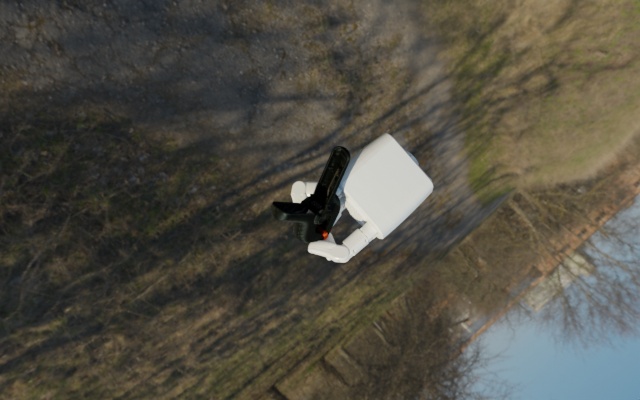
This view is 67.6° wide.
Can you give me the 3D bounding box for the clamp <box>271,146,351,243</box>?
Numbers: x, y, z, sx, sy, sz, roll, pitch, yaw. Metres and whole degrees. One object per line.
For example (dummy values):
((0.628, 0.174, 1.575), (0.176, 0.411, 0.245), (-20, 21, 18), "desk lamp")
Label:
((0.000, 0.003, 0.621), (0.120, 0.039, 0.171), (-40, -20, -7), "clamp")
